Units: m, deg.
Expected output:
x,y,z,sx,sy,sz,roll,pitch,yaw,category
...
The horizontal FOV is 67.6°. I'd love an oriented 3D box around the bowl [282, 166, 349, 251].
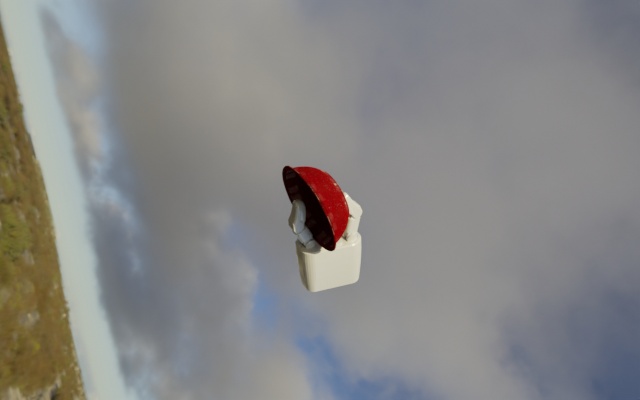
x,y,z,sx,sy,sz,roll,pitch,yaw,category
0.000,0.002,0.798,0.055,0.162,0.162,-30,9,-17,bowl
